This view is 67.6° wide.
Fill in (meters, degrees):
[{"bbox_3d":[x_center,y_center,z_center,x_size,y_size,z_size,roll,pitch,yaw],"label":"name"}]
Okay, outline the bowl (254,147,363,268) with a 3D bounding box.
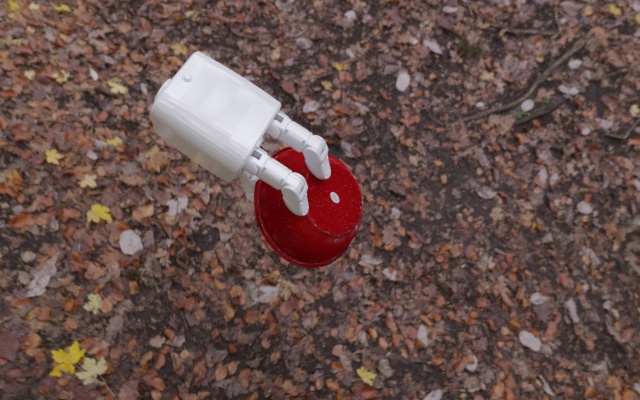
[{"bbox_3d":[0.001,0.002,0.598,0.162,0.162,0.055,0,-11,-37],"label":"bowl"}]
